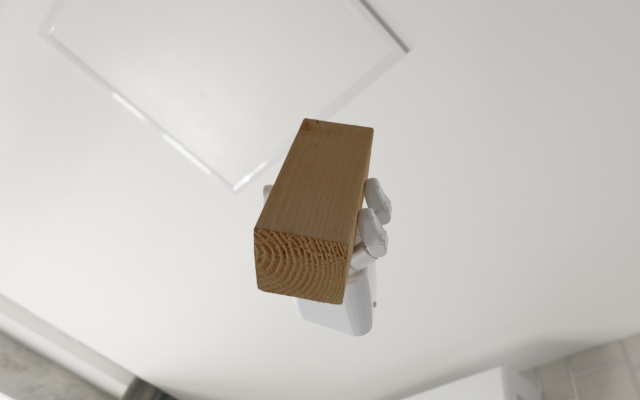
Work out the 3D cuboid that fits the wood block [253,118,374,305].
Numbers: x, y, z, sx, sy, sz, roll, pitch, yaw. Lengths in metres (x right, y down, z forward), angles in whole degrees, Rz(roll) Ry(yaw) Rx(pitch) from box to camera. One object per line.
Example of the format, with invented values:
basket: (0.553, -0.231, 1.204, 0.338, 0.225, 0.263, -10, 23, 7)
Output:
wood block: (0.000, 0.002, 0.531, 0.091, 0.090, 0.206, 9, 40, 7)
